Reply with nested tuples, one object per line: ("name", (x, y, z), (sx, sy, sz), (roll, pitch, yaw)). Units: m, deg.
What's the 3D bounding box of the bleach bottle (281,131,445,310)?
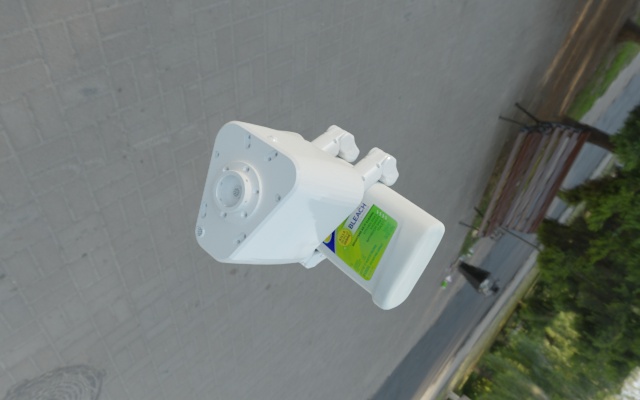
("bleach bottle", (0.000, 0.002, 0.512), (0.250, 0.102, 0.068), (34, 14, 28))
